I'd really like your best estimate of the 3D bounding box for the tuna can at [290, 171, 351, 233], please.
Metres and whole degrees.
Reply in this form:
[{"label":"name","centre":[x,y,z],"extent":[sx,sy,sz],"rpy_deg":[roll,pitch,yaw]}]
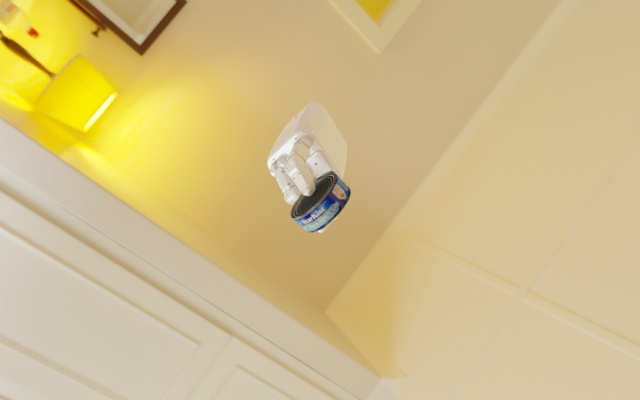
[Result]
[{"label":"tuna can","centre":[0.000,0.003,0.650],"extent":[0.034,0.086,0.086],"rpy_deg":[43,-16,-18]}]
